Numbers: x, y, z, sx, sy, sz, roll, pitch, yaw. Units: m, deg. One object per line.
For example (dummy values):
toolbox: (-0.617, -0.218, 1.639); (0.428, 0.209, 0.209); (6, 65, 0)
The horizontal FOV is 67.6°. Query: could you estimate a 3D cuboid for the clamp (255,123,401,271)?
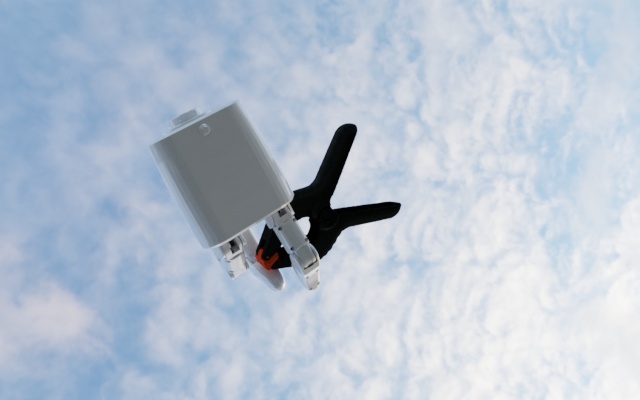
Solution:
clamp: (0.000, 0.002, 0.498); (0.171, 0.120, 0.039); (-32, 16, -21)
